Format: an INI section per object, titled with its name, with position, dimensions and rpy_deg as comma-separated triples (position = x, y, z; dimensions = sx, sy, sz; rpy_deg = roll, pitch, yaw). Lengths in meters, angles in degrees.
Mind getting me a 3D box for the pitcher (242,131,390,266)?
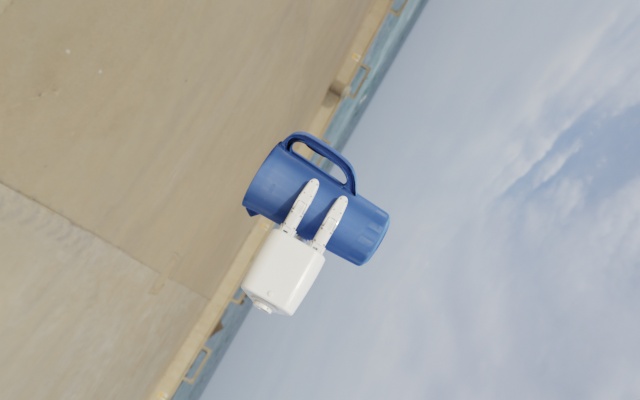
[pitcher]
position = 0.000, 0.003, 0.835
dimensions = 0.243, 0.145, 0.149
rpy_deg = 31, -23, -1
